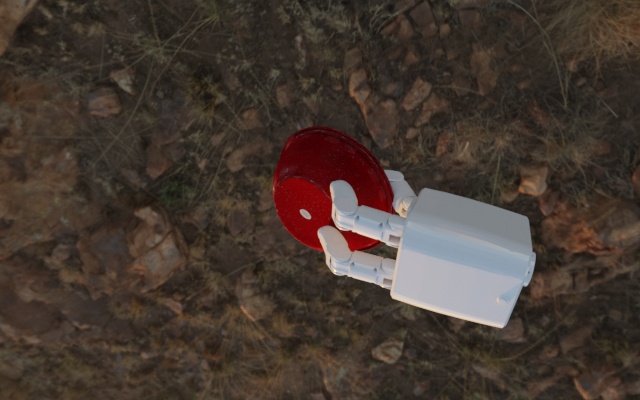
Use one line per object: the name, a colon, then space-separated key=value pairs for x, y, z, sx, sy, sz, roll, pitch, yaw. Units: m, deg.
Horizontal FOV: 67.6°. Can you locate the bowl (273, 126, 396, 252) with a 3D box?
bowl: x=-0.001 y=0.002 z=0.536 sx=0.162 sy=0.162 sz=0.055 roll=0 pitch=28 yaw=41
